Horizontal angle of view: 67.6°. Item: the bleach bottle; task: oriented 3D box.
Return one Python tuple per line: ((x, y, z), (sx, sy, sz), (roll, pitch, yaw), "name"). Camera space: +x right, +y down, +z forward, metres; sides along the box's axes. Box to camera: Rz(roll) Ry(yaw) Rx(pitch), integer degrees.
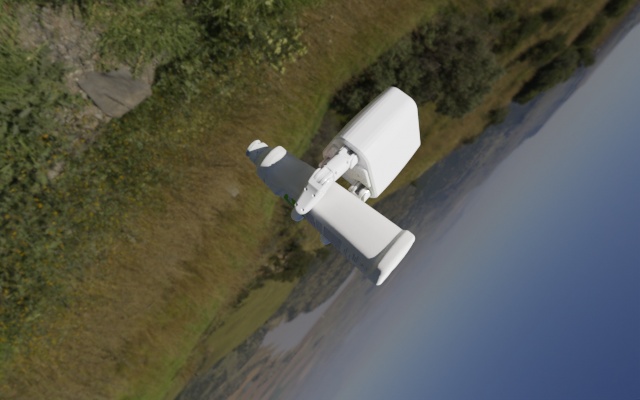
((0.000, 0.002, 0.624), (0.251, 0.068, 0.103), (40, -16, 14), "bleach bottle")
